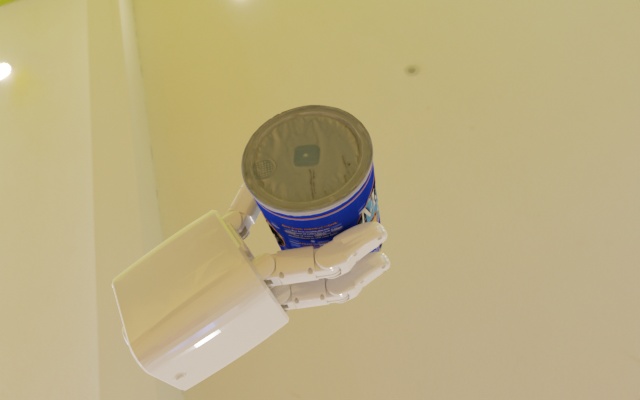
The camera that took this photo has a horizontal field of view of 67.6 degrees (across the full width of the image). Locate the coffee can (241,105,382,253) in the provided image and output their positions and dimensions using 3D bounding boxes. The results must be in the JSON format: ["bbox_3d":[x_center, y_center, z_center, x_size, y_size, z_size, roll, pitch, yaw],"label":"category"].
[{"bbox_3d":[0.000,0.001,0.422,0.103,0.102,0.140,0,-32,11],"label":"coffee can"}]
